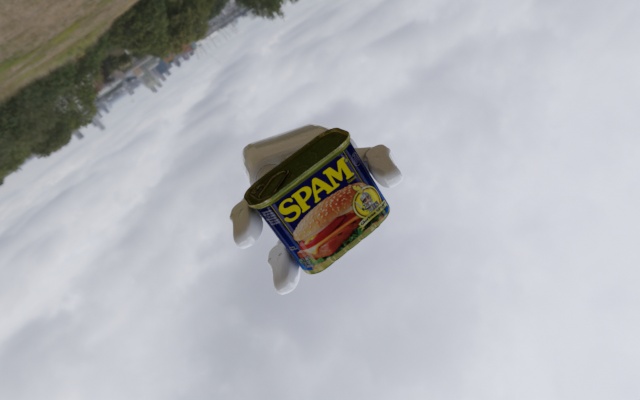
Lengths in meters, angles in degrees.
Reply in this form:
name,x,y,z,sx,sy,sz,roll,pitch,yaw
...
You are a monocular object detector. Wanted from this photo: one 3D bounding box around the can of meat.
name,x,y,z,sx,sy,sz,roll,pitch,yaw
can of meat,0.000,0.002,0.415,0.102,0.084,0.057,-37,24,-7
